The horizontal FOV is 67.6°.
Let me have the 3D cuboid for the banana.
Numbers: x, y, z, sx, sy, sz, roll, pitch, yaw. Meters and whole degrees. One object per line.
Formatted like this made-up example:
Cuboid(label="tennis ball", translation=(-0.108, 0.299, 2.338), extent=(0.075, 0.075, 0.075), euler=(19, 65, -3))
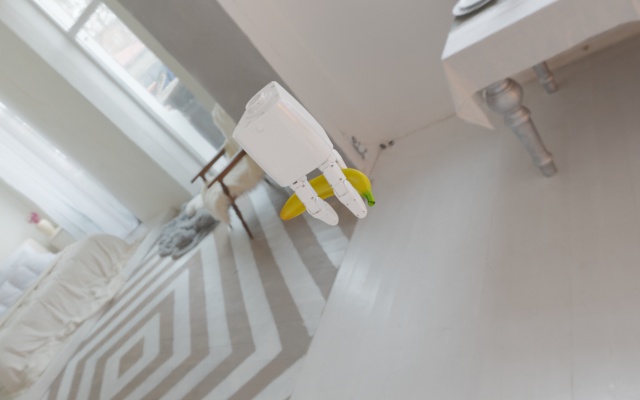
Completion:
Cuboid(label="banana", translation=(0.008, -0.013, 0.757), extent=(0.198, 0.069, 0.037), euler=(-13, -44, 44))
